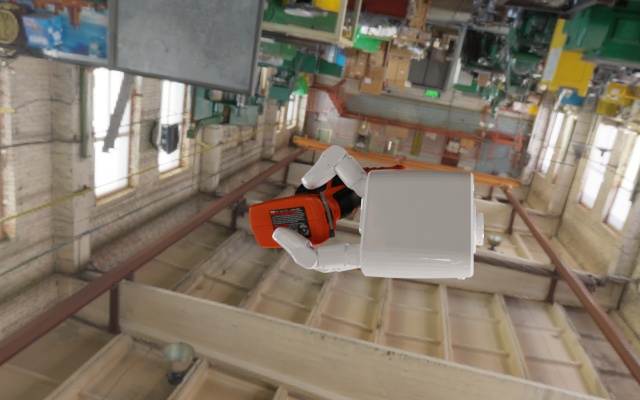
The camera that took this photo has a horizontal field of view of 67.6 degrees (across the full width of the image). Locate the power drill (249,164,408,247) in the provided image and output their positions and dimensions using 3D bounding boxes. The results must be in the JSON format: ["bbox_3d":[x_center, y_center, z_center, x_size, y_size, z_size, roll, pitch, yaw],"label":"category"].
[{"bbox_3d":[0.000,0.002,0.601,0.184,0.057,0.187,-10,11,38],"label":"power drill"}]
